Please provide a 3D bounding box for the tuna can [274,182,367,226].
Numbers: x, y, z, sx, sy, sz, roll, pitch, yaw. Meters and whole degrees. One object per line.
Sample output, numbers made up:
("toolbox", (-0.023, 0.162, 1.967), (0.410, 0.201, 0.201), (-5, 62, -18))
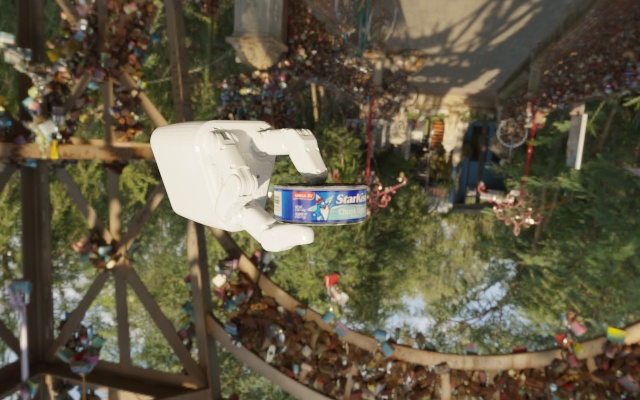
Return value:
("tuna can", (0.000, 0.002, 0.438), (0.086, 0.034, 0.086), (0, 4, 0))
